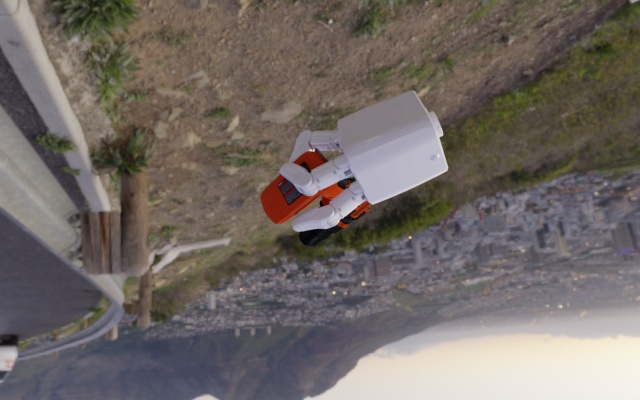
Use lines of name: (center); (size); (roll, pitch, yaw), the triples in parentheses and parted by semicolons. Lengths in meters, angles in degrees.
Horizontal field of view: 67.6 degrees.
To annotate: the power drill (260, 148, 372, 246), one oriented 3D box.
power drill: (0.000, 0.002, 0.686); (0.184, 0.057, 0.187); (-42, -24, 20)
